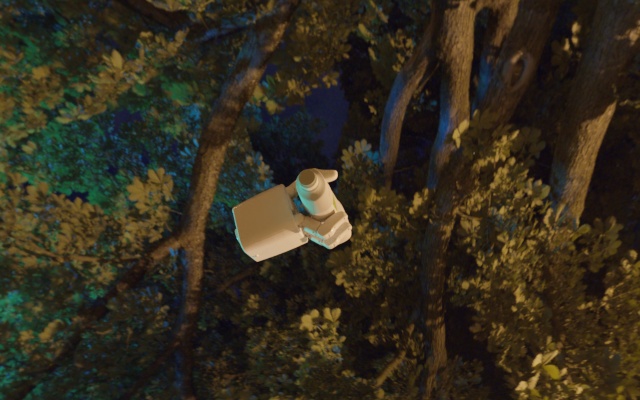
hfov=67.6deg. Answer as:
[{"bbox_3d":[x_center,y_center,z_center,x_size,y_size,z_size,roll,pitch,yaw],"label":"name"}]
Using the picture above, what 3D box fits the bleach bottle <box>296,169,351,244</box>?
[{"bbox_3d":[0.000,0.003,0.881,0.068,0.102,0.251,-23,-25,2],"label":"bleach bottle"}]
